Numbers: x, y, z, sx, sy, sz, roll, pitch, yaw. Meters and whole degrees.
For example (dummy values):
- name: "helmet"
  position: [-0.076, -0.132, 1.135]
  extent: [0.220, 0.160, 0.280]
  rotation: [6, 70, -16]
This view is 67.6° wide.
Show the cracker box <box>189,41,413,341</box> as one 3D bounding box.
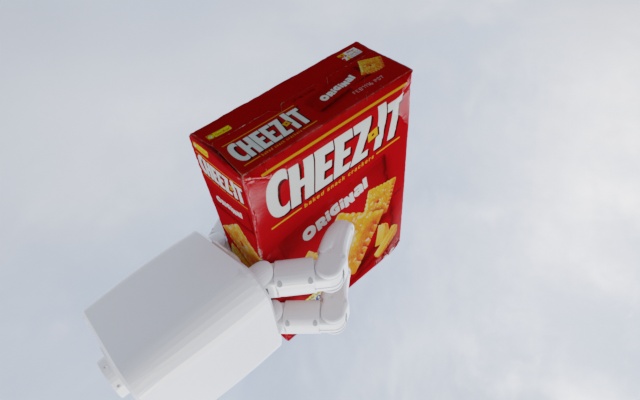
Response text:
- name: "cracker box"
  position: [0.000, 0.001, 0.413]
  extent: [0.164, 0.214, 0.072]
  rotation: [-36, 54, -25]
